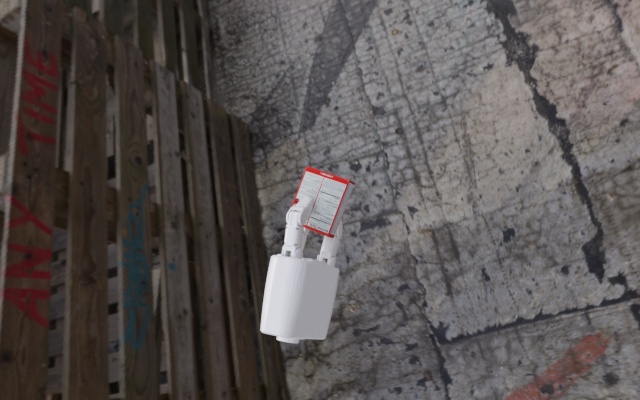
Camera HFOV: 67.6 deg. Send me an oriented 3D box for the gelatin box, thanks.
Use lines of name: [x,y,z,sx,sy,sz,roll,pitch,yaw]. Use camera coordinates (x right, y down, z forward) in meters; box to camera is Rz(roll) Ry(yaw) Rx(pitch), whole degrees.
gelatin box: [0.000,0.002,0.711,0.073,0.089,0.030,20,-1,23]
